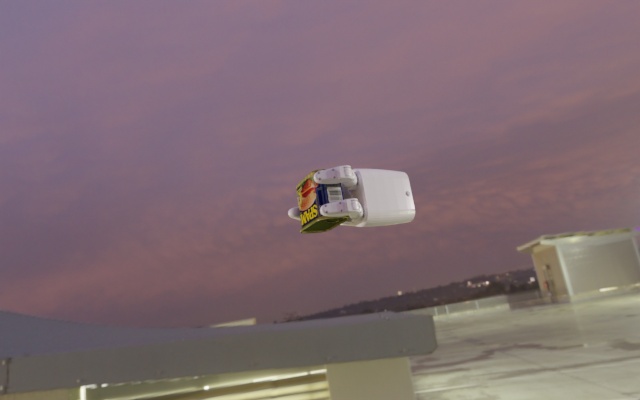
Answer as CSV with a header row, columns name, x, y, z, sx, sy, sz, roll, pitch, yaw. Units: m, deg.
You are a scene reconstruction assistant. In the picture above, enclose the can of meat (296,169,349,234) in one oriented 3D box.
name,x,y,z,sx,sy,sz,roll,pitch,yaw
can of meat,0.000,0.002,0.799,0.057,0.084,0.102,-2,-16,-25
